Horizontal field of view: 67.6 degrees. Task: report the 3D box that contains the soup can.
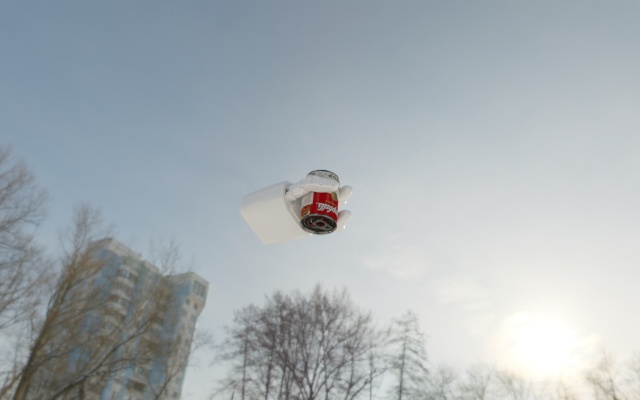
[{"bbox_3d":[0.001,0.002,0.878,0.068,0.102,0.069,4,-34,3],"label":"soup can"}]
